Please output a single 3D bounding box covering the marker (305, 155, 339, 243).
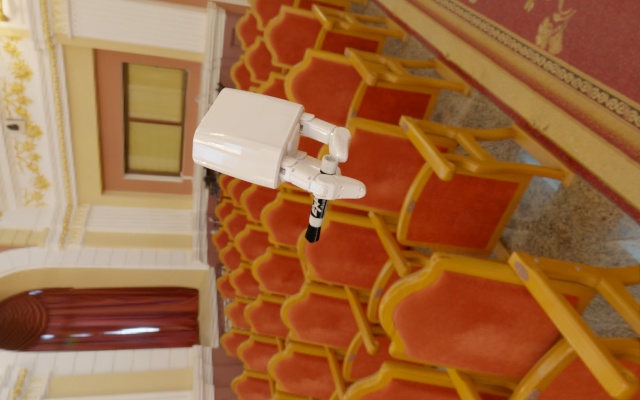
[{"bbox_3d":[0.000,0.002,0.572,0.020,0.121,0.020,9,33,-6],"label":"marker"}]
